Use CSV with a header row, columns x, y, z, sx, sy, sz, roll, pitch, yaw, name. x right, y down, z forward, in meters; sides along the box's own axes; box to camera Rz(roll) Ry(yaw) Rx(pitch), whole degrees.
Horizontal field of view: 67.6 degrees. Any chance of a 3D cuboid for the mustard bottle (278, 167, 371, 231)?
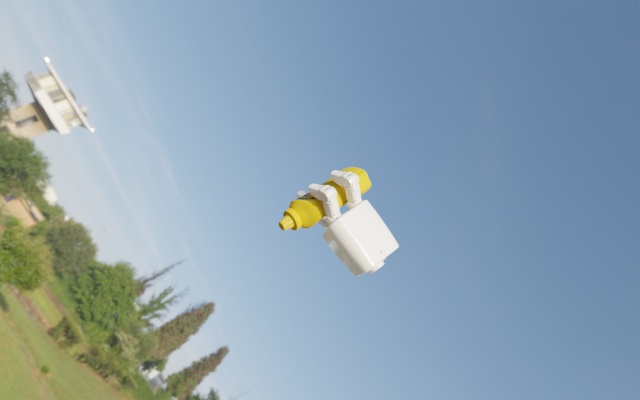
x,y,z,sx,sy,sz,roll,pitch,yaw,name
0.000,0.003,0.899,0.191,0.058,0.096,-33,17,-30,mustard bottle
